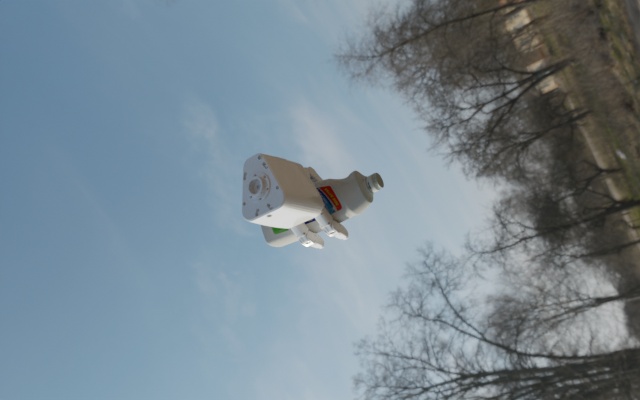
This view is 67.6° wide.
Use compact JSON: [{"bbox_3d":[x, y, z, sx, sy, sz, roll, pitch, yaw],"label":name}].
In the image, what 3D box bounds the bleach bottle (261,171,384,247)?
[{"bbox_3d":[0.000,0.003,0.888,0.251,0.102,0.068,-25,-20,28],"label":"bleach bottle"}]
